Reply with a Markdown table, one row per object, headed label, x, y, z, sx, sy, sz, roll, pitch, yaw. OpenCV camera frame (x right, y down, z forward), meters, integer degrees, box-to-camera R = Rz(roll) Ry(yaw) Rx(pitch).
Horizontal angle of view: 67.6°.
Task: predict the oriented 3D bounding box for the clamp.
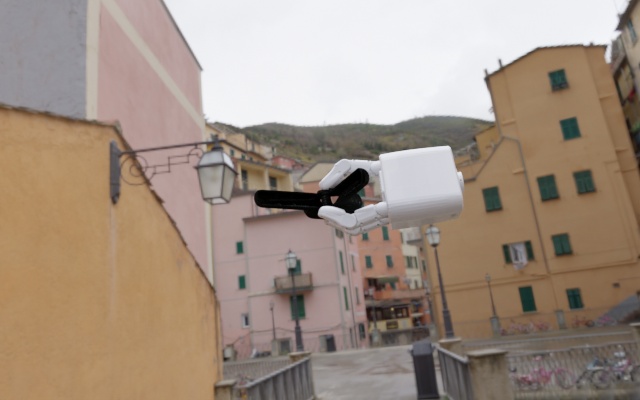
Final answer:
| label | x | y | z | sx | sy | sz | roll | pitch | yaw |
| --- | --- | --- | --- | --- | --- | --- | --- | --- | --- |
| clamp | 0.000 | 0.002 | 0.735 | 0.164 | 0.036 | 0.210 | -9 | -15 | 8 |
